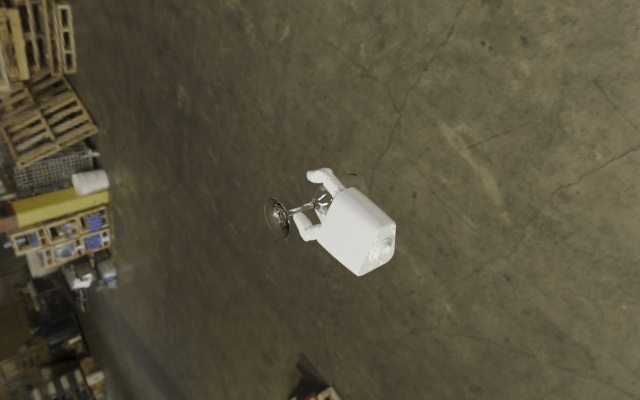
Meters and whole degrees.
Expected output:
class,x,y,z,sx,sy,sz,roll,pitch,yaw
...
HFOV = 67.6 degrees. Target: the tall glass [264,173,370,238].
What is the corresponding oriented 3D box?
class,x,y,z,sx,sy,sz,roll,pitch,yaw
tall glass,0.000,0.003,0.884,0.201,0.079,0.079,-20,12,-35
